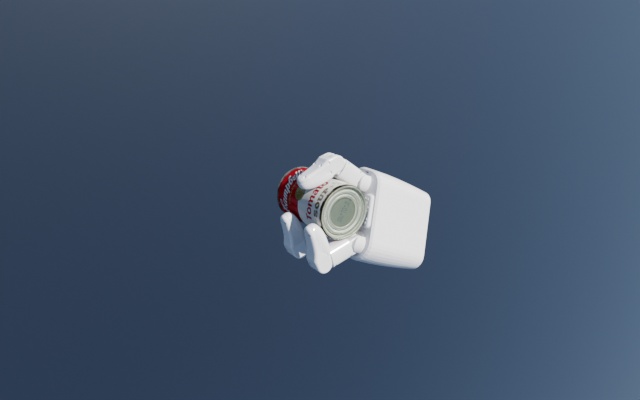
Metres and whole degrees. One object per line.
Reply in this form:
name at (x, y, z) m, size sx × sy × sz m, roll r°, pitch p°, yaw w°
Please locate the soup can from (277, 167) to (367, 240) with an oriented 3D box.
soup can at (0.000, 0.002, 0.583) m, size 0.068 × 0.068 × 0.102 m, roll 0°, pitch 15°, yaw -35°
